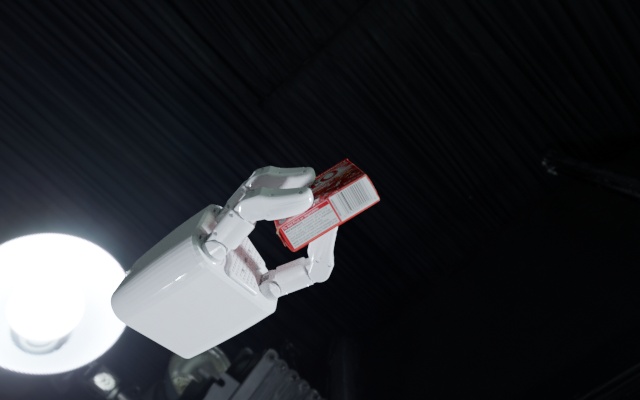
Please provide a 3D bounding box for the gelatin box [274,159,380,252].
[{"bbox_3d":[0.001,0.002,0.428,0.089,0.030,0.073,-31,18,-1],"label":"gelatin box"}]
